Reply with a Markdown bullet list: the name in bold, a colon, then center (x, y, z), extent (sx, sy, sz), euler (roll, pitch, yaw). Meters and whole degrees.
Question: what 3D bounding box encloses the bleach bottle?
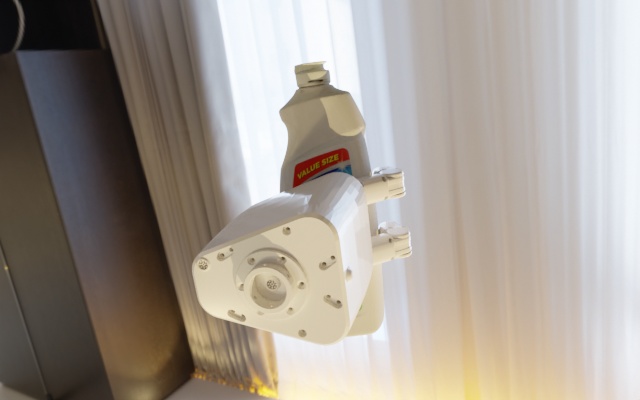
- **bleach bottle**: center (0.000, 0.001, 0.448), extent (0.102, 0.251, 0.068), euler (-5, 14, 13)
